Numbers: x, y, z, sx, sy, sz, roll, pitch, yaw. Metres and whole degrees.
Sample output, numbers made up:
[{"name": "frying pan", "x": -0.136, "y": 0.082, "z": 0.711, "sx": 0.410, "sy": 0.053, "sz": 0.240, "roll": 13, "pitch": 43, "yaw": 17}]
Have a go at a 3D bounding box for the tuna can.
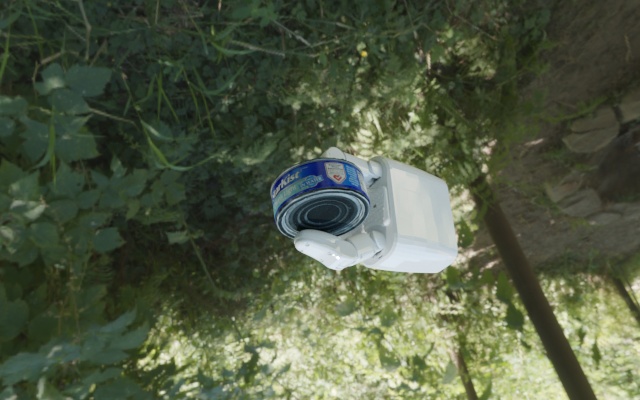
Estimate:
[{"name": "tuna can", "x": 0.000, "y": 0.002, "z": 0.423, "sx": 0.086, "sy": 0.033, "sz": 0.086, "roll": -8, "pitch": -33, "yaw": -5}]
